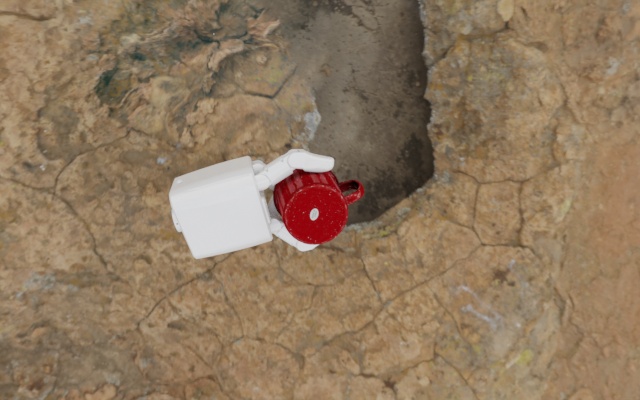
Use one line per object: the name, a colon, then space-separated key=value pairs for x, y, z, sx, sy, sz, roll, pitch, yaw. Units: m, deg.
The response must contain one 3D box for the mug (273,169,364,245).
mug: x=0.002 y=0.002 z=0.613 sx=0.117 sy=0.093 sz=0.081 roll=-16 pitch=22 yaw=-4
